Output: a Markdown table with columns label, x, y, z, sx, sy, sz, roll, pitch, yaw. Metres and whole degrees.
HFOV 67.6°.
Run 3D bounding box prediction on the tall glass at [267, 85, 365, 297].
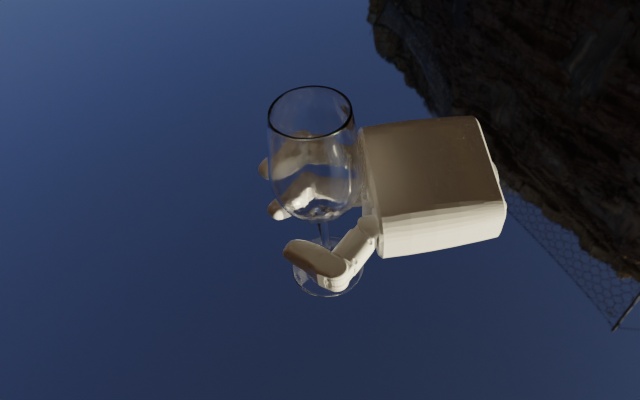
| label | x | y | z | sx | sy | sz | roll | pitch | yaw |
| --- | --- | --- | --- | --- | --- | --- | --- | --- | --- |
| tall glass | 0.000 | 0.002 | 0.415 | 0.079 | 0.079 | 0.201 | 0 | -41 | 6 |
